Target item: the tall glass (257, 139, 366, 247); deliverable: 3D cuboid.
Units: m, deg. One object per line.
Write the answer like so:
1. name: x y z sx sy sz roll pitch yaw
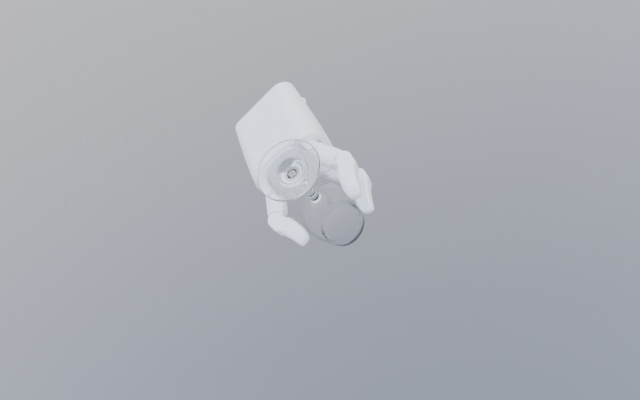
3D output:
1. tall glass: 0.000 0.002 0.600 0.079 0.079 0.201 0 -21 23
